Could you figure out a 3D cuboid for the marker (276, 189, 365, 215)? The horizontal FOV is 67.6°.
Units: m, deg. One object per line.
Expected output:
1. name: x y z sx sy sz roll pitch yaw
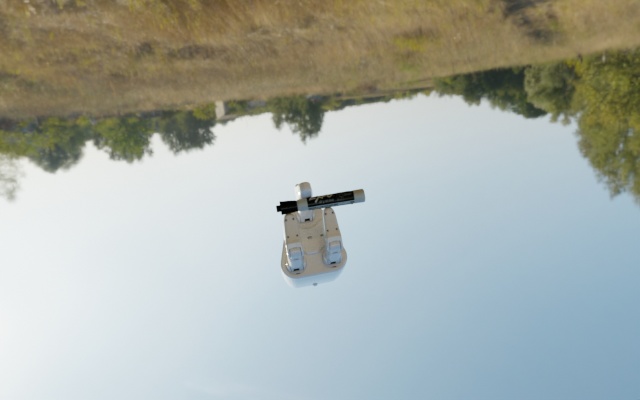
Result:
1. marker: 0.000 0.002 0.647 0.121 0.020 0.020 -9 1 -5
